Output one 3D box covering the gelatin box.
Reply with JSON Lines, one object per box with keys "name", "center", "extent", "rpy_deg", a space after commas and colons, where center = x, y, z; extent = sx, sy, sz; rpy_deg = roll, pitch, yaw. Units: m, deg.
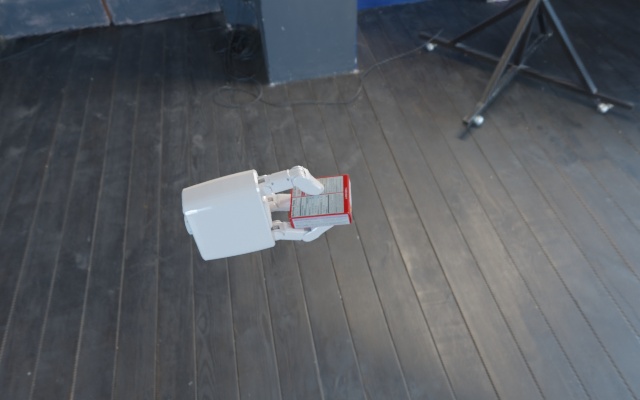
{"name": "gelatin box", "center": [0.000, 0.002, 0.700], "extent": [0.089, 0.073, 0.030], "rpy_deg": [-6, -39, 9]}
